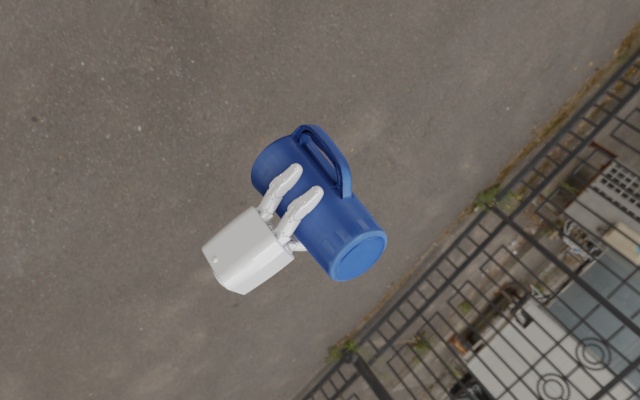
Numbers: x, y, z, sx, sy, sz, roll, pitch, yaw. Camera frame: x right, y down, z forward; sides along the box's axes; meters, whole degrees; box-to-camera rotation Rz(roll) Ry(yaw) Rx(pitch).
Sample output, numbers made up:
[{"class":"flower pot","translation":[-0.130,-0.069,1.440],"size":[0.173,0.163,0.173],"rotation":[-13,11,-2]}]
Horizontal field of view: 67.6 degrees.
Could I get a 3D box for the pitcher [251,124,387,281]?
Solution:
[{"class":"pitcher","translation":[0.000,0.003,0.774],"size":[0.145,0.242,0.149],"rotation":[-37,-33,-4]}]
